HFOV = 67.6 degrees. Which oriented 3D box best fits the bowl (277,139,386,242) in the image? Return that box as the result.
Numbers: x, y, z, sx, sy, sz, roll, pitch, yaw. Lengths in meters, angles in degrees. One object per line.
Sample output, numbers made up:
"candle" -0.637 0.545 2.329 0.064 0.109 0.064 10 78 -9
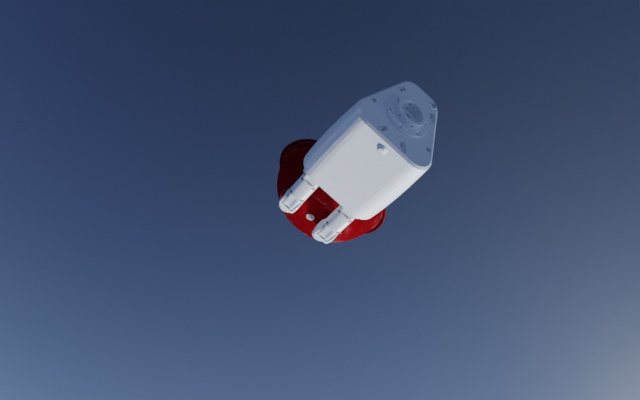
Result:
"bowl" 0.000 0.003 0.613 0.162 0.162 0.055 0 41 44
